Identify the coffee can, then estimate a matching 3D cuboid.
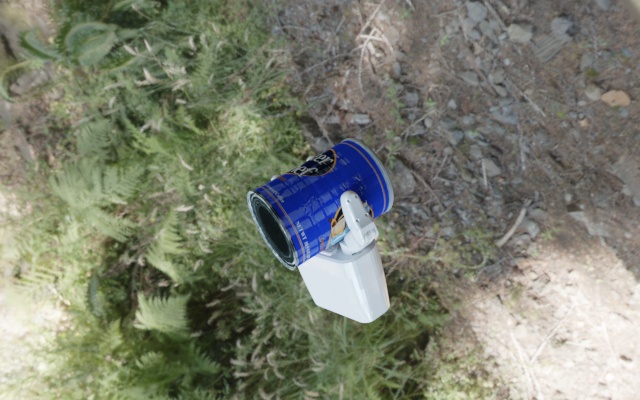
[{"bbox_3d":[0.000,0.002,0.563,0.140,0.103,0.103,-30,12,-21],"label":"coffee can"}]
